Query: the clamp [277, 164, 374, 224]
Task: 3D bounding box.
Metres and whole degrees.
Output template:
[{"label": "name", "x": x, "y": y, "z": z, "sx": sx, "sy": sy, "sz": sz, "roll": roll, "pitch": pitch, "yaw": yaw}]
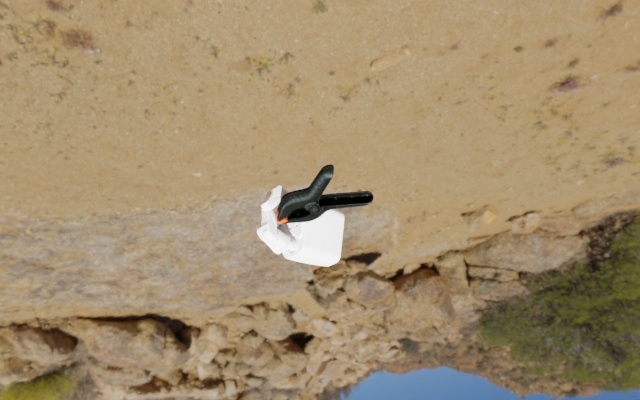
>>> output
[{"label": "clamp", "x": 0.000, "y": 0.003, "z": 0.800, "sx": 0.120, "sy": 0.039, "sz": 0.171, "roll": 30, "pitch": -40, "yaw": -32}]
